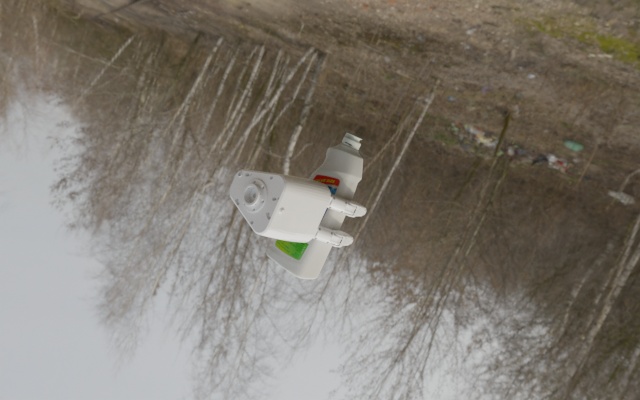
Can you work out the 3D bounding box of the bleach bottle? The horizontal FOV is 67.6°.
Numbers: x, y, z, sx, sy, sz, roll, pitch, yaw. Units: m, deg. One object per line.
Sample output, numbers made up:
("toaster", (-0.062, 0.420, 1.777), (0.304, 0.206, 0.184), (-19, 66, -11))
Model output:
("bleach bottle", (0.000, 0.003, 0.815), (0.102, 0.251, 0.068), (30, 10, 37))
